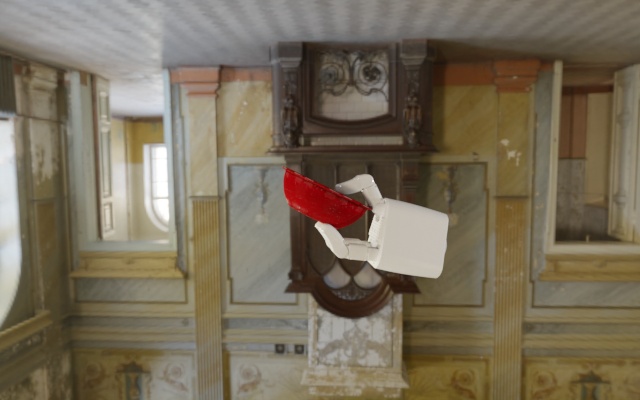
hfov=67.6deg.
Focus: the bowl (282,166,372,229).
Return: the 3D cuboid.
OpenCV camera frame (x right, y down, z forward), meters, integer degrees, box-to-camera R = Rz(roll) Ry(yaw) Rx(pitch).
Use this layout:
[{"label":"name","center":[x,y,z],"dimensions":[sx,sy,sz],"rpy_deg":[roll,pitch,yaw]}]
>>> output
[{"label":"bowl","center":[-0.001,0.002,0.778],"dimensions":[0.162,0.055,0.162],"rpy_deg":[26,1,-1]}]
